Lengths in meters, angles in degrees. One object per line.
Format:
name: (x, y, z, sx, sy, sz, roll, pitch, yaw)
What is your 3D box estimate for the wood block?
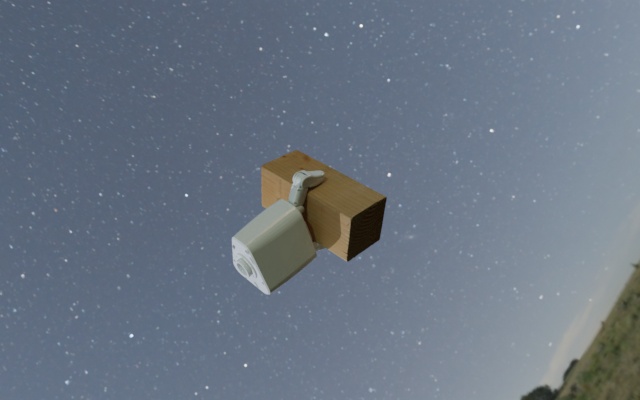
wood block: (0.000, 0.003, 0.812, 0.206, 0.091, 0.090, 31, 42, 33)
